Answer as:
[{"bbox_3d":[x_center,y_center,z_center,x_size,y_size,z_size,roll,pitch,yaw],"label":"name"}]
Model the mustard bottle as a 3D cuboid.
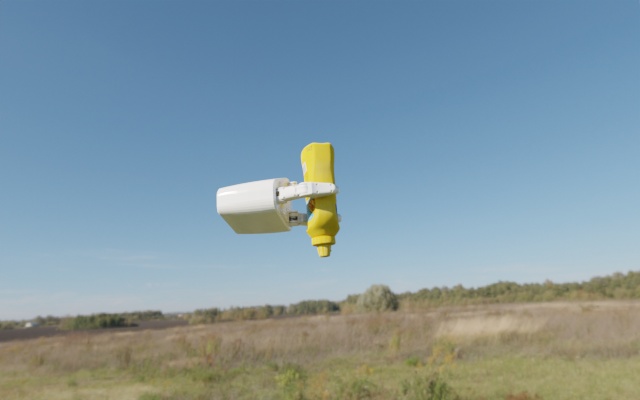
[{"bbox_3d":[0.000,0.002,0.833,0.058,0.191,0.096,-1,-13,-12],"label":"mustard bottle"}]
